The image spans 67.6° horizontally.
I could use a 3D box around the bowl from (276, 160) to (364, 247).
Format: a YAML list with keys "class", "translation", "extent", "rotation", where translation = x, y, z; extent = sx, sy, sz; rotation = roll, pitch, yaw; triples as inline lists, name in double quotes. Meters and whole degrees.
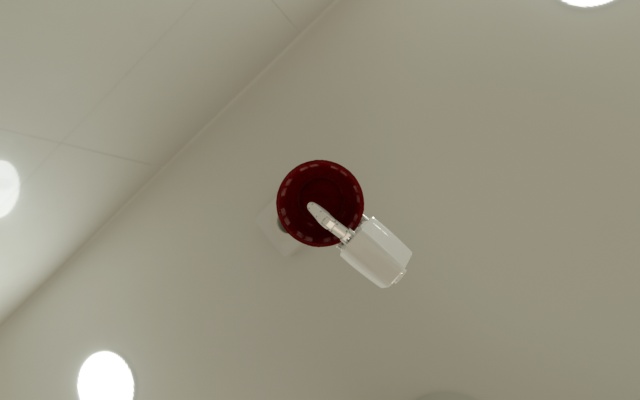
- class: "bowl"
  translation: [-0.001, 0.002, 0.896]
  extent: [0.162, 0.162, 0.055]
  rotation: [0, 9, 2]
